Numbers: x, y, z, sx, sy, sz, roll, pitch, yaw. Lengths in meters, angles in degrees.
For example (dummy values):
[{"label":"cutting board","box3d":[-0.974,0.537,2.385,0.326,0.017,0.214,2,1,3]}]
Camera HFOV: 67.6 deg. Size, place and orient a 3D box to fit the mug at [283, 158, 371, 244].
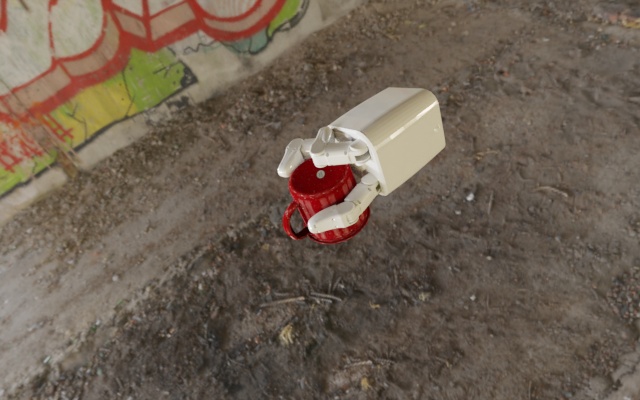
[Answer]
[{"label":"mug","box3d":[-0.001,0.003,0.610,0.117,0.082,0.093,-37,42,-15]}]
